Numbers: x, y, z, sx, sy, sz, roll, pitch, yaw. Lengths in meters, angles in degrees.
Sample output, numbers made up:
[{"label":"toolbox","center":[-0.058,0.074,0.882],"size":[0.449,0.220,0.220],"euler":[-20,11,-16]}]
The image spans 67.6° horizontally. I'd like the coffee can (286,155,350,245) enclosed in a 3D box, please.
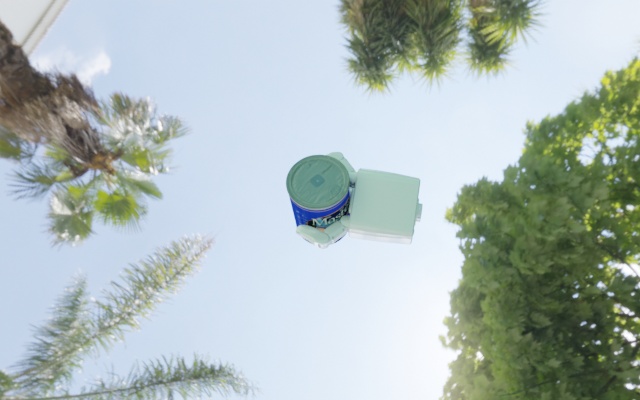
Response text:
[{"label":"coffee can","center":[0.000,0.003,0.822],"size":[0.103,0.102,0.140],"euler":[0,-30,5]}]
